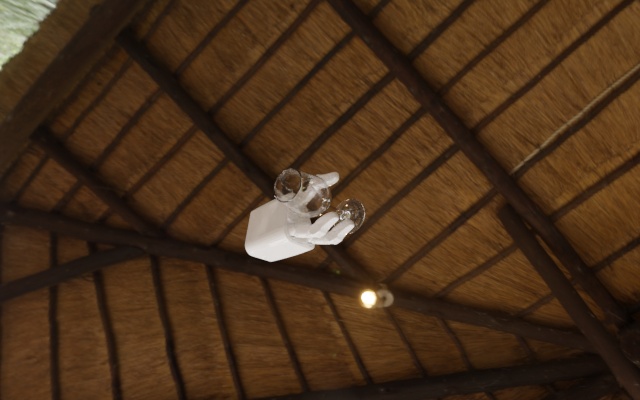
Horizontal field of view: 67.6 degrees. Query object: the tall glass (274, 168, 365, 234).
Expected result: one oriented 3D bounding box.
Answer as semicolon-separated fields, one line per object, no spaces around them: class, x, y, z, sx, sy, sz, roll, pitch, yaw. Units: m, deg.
tall glass;0.001;0.003;0.886;0.079;0.079;0.201;0;-17;36
